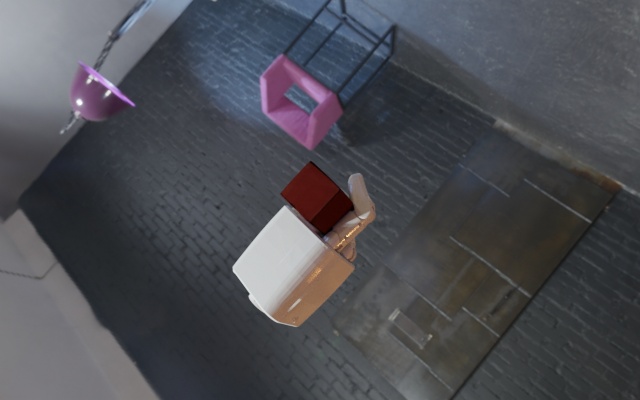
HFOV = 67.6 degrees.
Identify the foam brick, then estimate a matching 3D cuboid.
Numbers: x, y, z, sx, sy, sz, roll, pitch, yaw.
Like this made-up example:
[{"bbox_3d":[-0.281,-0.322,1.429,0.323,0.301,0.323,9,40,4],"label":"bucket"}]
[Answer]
[{"bbox_3d":[0.000,0.002,0.546,0.053,0.051,0.078,44,0,27],"label":"foam brick"}]
